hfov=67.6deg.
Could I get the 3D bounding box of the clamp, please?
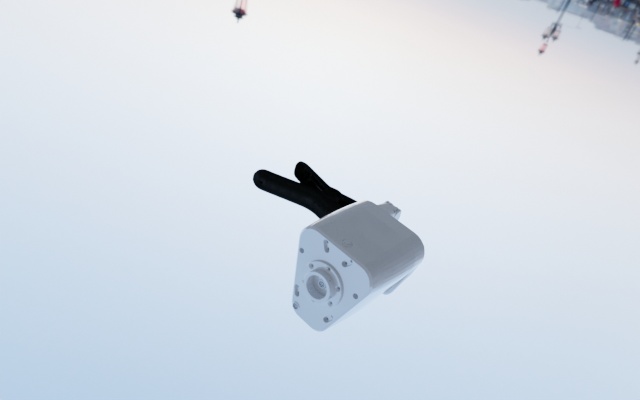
[{"bbox_3d":[0.000,0.003,0.591,0.171,0.039,0.120,34,28,26],"label":"clamp"}]
